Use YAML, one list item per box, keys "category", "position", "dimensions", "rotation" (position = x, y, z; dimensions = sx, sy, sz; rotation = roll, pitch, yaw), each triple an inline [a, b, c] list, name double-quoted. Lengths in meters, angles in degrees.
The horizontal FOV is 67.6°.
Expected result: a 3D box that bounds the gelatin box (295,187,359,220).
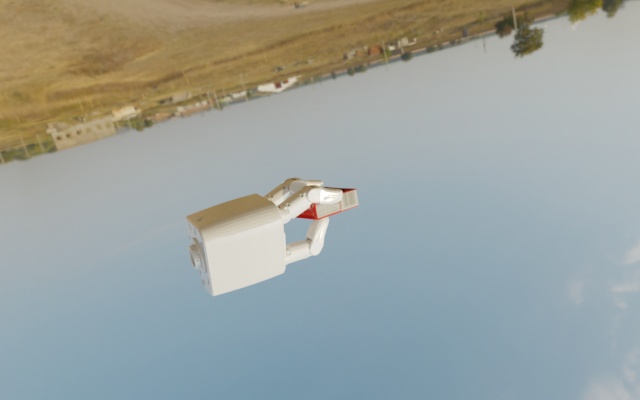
- category: "gelatin box"
  position: [0.000, 0.003, 0.714]
  dimensions: [0.089, 0.030, 0.073]
  rotation: [-17, 14, -39]
